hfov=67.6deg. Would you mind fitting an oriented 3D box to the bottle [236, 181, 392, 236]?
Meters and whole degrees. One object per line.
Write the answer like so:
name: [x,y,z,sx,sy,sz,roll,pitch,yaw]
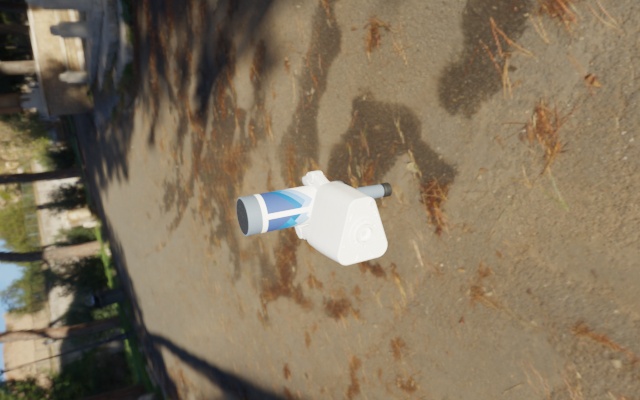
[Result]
bottle: [0.000,0.003,0.861,0.295,0.069,0.069,-11,4,-25]
